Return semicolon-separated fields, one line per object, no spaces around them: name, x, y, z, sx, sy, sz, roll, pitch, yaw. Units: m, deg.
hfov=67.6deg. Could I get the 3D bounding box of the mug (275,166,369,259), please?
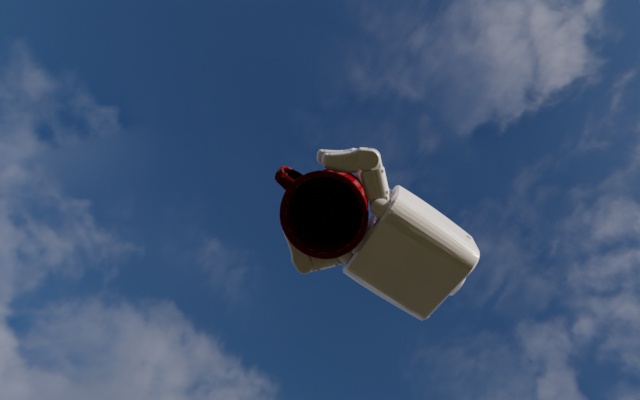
mug;-0.001;0.001;0.528;0.117;0.093;0.081;35;14;3
